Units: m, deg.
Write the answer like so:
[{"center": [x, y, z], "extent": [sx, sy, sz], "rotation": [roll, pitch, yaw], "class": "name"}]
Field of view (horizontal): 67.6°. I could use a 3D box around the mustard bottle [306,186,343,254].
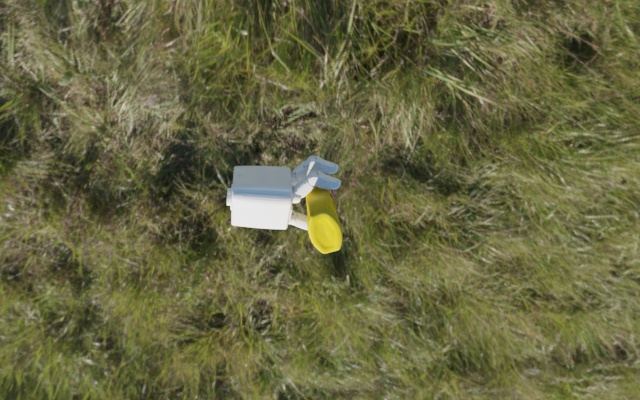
[{"center": [0.001, 0.003, 0.894], "extent": [0.058, 0.096, 0.191], "rotation": [-16, 36, 5], "class": "mustard bottle"}]
